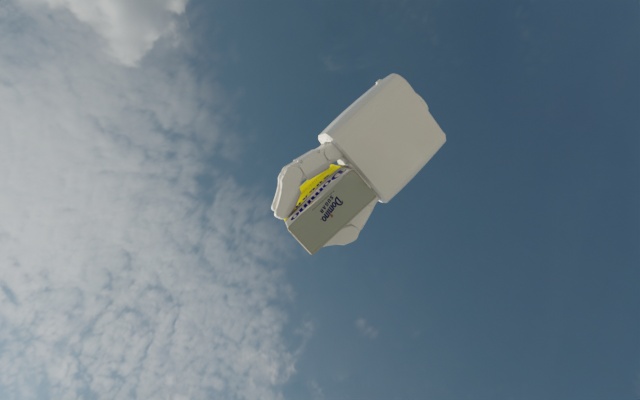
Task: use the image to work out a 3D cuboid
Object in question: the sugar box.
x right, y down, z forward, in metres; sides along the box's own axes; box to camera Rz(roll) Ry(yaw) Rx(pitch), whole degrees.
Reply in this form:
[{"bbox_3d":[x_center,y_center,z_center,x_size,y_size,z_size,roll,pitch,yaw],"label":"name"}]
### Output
[{"bbox_3d":[0.000,0.001,0.568,0.093,0.048,0.176,-42,8,-2],"label":"sugar box"}]
